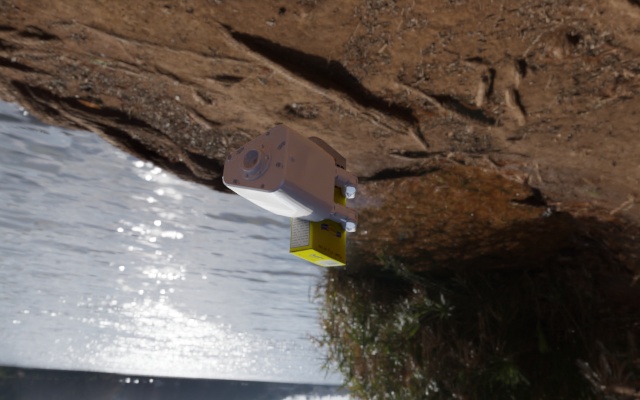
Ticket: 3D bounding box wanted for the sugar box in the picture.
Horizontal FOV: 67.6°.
[{"bbox_3d":[0.000,0.002,0.708,0.048,0.176,0.093,-10,-24,31],"label":"sugar box"}]
